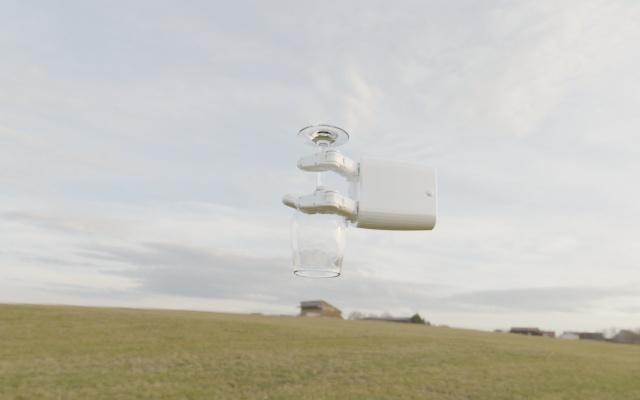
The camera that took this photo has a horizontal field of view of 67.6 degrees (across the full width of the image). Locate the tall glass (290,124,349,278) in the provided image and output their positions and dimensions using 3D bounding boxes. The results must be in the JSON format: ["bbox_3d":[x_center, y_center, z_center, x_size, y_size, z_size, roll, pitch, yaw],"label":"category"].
[{"bbox_3d":[0.000,0.001,0.656,0.079,0.201,0.079,3,-17,1],"label":"tall glass"}]
